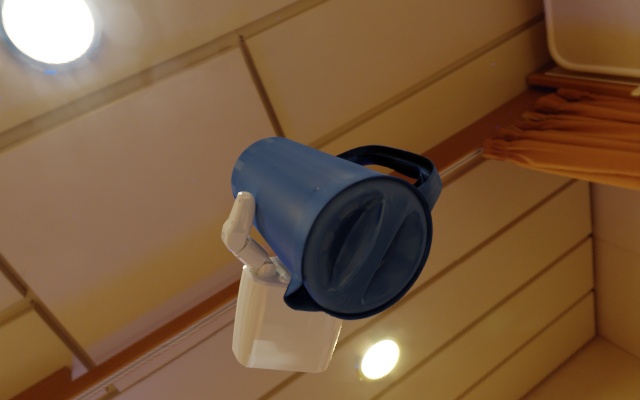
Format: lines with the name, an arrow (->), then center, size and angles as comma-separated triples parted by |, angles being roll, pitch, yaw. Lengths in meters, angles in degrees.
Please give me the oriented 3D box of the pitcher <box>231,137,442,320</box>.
pitcher -> 0.000, 0.002, 0.503 | 0.149, 0.145, 0.242 | 3, 17, -30
